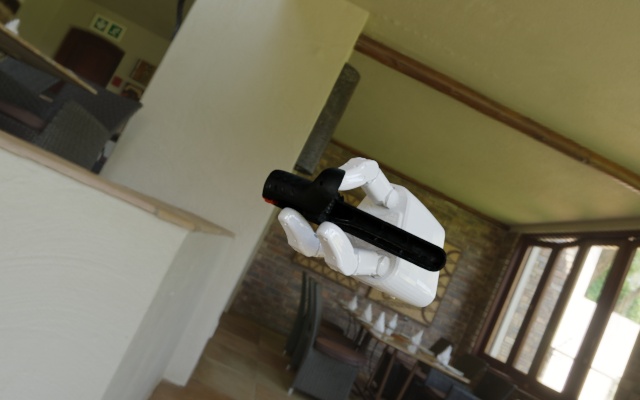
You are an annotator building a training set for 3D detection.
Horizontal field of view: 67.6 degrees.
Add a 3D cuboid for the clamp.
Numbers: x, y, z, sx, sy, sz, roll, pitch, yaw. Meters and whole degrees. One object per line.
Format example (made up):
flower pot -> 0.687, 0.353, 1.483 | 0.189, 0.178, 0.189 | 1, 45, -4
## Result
clamp -> 0.000, 0.001, 0.457 | 0.210, 0.036, 0.165 | 19, -14, 44
